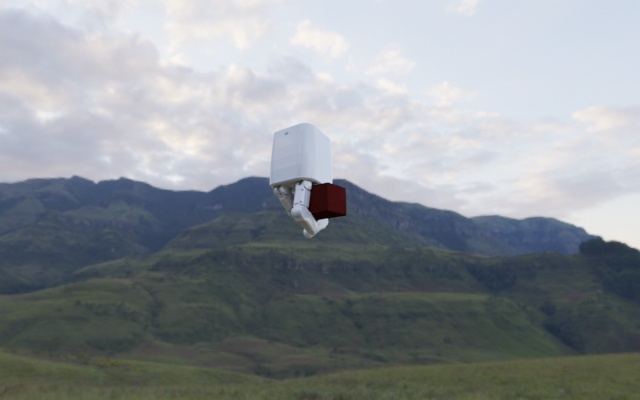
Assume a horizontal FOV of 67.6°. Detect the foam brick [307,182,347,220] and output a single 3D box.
[{"bbox_3d":[0.000,0.003,0.842,0.078,0.051,0.053,-11,-19,40],"label":"foam brick"}]
